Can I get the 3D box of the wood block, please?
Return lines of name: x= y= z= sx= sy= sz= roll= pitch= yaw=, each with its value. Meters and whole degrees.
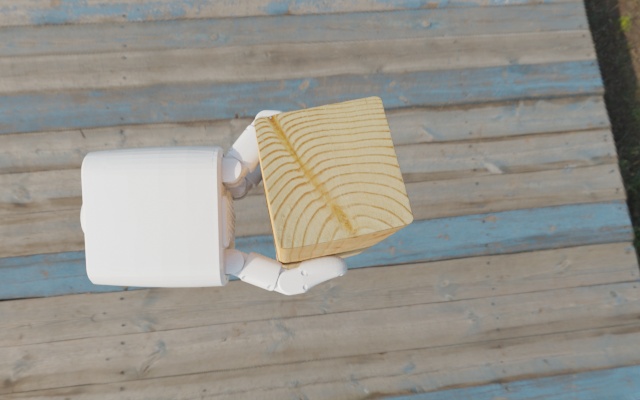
wood block: x=0.000 y=0.002 z=0.407 sx=0.090 sy=0.091 sz=0.206 roll=-11 pitch=-10 yaw=-7
